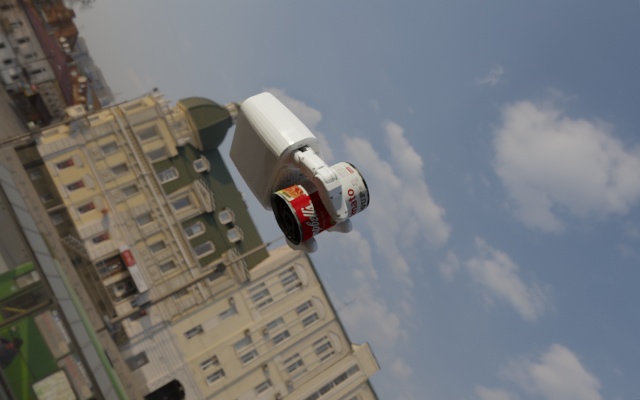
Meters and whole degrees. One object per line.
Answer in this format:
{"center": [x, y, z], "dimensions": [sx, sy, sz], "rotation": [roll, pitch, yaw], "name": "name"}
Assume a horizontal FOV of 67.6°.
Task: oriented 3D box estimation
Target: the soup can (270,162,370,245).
{"center": [0.001, 0.002, 0.580], "dimensions": [0.102, 0.068, 0.068], "rotation": [-26, 11, -24], "name": "soup can"}
